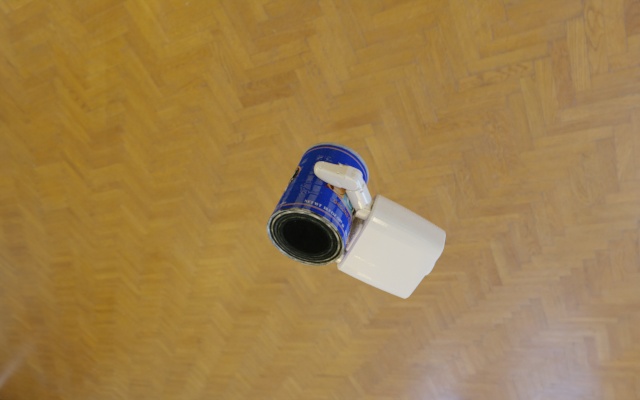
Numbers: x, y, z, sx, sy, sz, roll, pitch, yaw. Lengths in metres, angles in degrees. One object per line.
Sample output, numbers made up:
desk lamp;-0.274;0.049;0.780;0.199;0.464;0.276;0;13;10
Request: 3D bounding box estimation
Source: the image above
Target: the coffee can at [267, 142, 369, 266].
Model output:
coffee can;0.000;0.002;0.647;0.103;0.103;0.140;0;42;23
